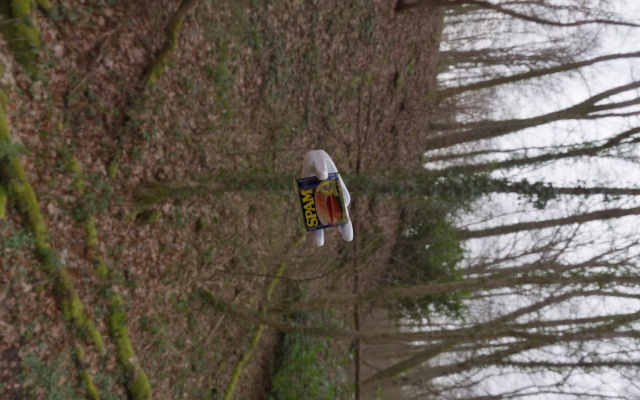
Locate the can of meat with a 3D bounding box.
[{"bbox_3d":[0.000,0.003,0.870,0.084,0.102,0.057,-11,14,-2],"label":"can of meat"}]
